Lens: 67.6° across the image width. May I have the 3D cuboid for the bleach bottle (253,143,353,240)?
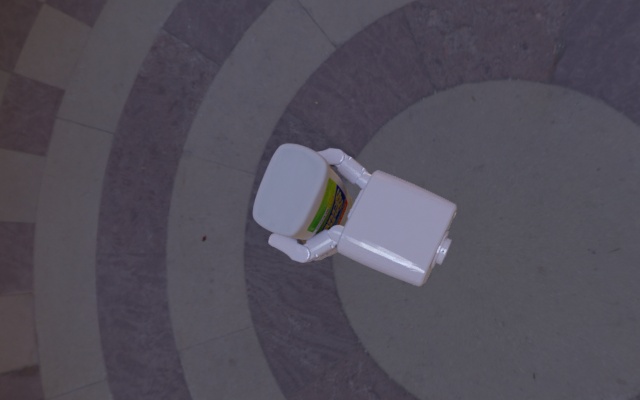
[{"bbox_3d":[0.000,0.002,0.625,0.068,0.102,0.251,24,2,18],"label":"bleach bottle"}]
